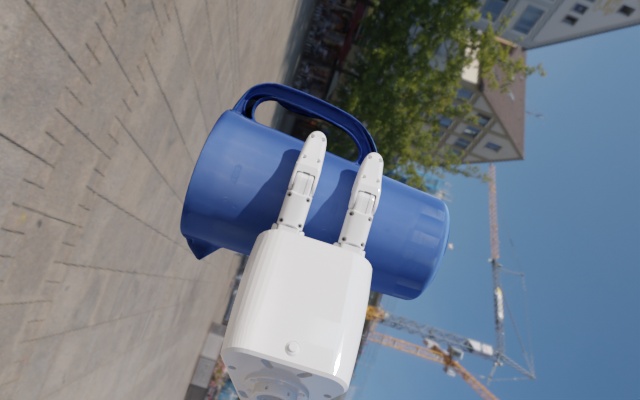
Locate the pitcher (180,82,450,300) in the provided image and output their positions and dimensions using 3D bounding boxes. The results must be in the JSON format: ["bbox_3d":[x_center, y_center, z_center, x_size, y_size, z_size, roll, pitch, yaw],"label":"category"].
[{"bbox_3d":[0.000,0.002,0.474,0.243,0.145,0.149,19,-43,-4],"label":"pitcher"}]
